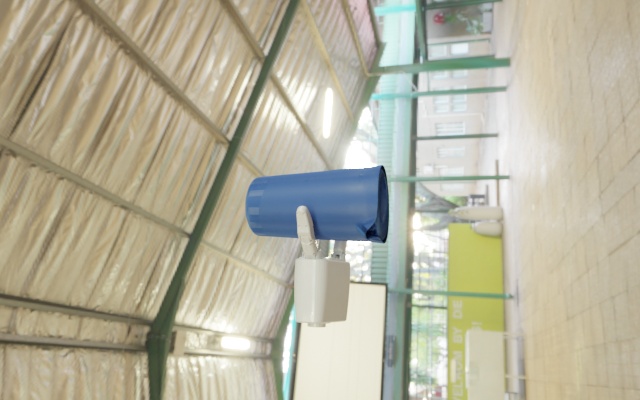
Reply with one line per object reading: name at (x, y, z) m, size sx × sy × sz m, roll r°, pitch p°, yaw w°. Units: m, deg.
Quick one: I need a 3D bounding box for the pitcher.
pitcher at (0.000, 0.003, 0.846) m, size 0.243 × 0.145 × 0.149 m, roll -1°, pitch -7°, yaw 16°
